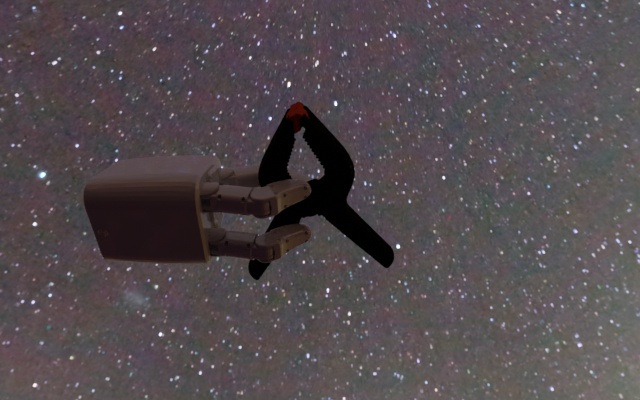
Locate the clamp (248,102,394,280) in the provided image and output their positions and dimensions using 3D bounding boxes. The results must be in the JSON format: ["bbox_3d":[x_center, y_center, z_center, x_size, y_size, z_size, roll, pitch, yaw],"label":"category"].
[{"bbox_3d":[0.000,0.001,0.492,0.164,0.210,0.036,-1,36,-1],"label":"clamp"}]
